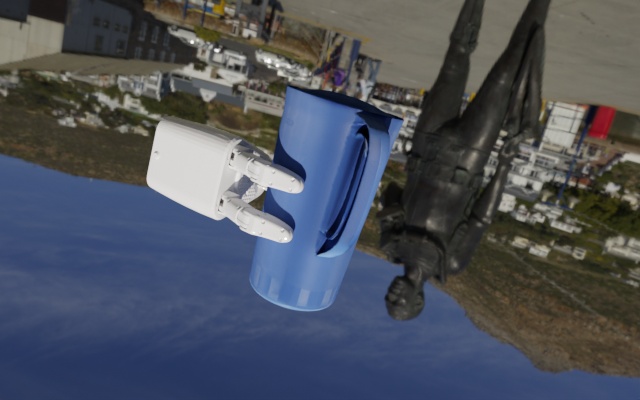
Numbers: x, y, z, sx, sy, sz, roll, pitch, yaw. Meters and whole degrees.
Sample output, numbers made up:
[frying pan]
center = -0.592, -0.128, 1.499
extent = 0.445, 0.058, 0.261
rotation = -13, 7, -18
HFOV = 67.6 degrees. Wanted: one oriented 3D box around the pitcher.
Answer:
[pitcher]
center = 0.000, 0.002, 0.541
extent = 0.145, 0.243, 0.149
rotation = 21, 15, 18
